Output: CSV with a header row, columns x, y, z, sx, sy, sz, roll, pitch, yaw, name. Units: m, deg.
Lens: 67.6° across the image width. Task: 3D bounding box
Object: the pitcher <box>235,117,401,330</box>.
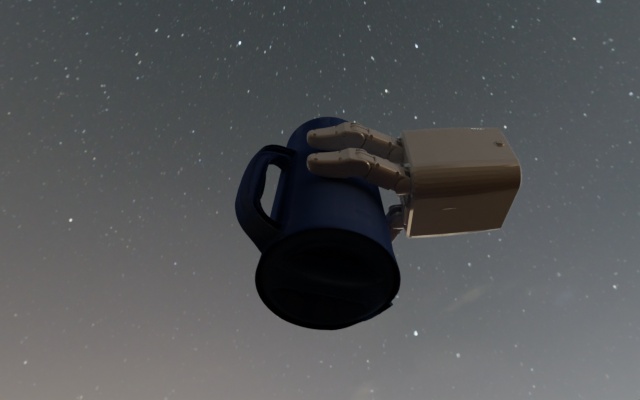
x,y,z,sx,sy,sz,roll,pitch,yaw,name
0.000,0.002,0.521,0.145,0.149,0.242,-3,37,3,pitcher
